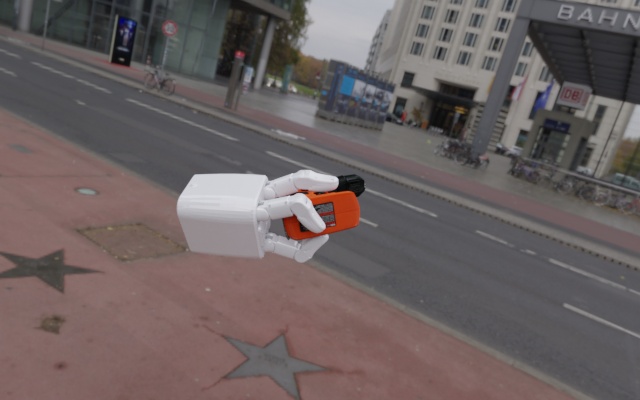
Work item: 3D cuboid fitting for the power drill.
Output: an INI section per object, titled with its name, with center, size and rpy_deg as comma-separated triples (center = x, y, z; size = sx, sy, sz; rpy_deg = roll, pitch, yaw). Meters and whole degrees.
[power drill]
center = 0.000, 0.002, 0.733
size = 0.184, 0.057, 0.187
rpy_deg = -13, 11, -9
